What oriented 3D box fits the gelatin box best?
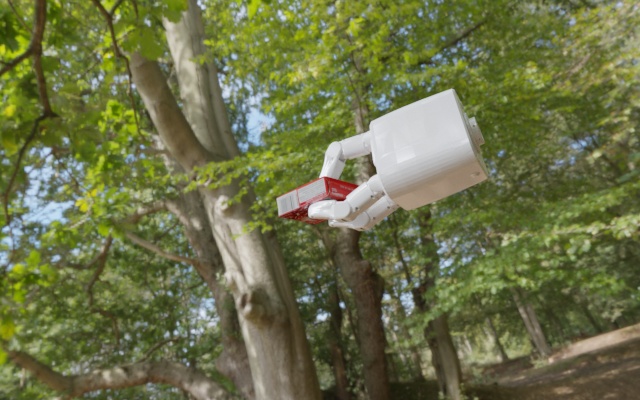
[{"bbox_3d":[0.000,0.002,0.617,0.089,0.030,0.073,-23,-24,36],"label":"gelatin box"}]
